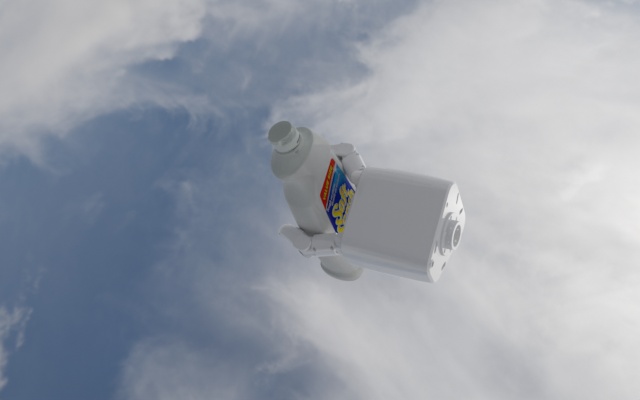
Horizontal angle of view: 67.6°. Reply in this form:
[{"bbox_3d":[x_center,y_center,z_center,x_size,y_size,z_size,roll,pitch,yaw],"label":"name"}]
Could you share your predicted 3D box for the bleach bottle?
[{"bbox_3d":[0.000,0.002,0.592,0.068,0.102,0.251,13,-26,33],"label":"bleach bottle"}]
